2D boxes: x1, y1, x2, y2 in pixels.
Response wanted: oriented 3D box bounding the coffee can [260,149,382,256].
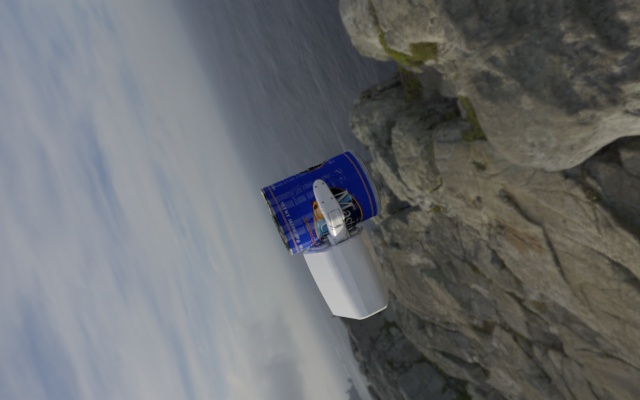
[{"bbox_3d":[0.000,0.002,0.672,0.140,0.103,0.103,-24,3,-8],"label":"coffee can"}]
